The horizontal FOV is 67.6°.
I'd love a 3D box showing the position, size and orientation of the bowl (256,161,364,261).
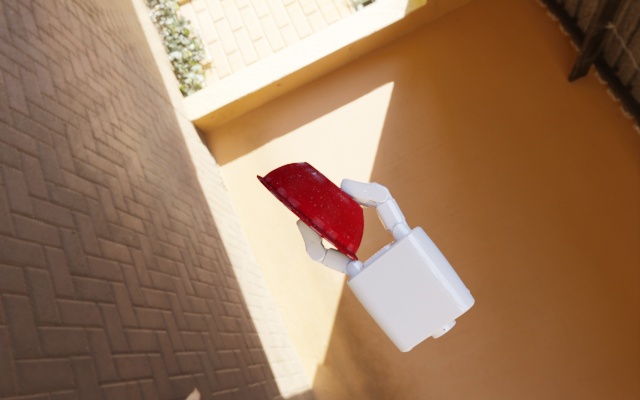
[{"bbox_3d":[-0.001,0.001,0.585,0.162,0.055,0.162,39,1,-1],"label":"bowl"}]
